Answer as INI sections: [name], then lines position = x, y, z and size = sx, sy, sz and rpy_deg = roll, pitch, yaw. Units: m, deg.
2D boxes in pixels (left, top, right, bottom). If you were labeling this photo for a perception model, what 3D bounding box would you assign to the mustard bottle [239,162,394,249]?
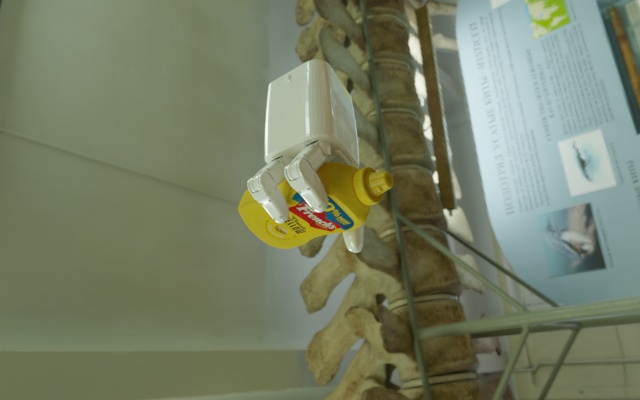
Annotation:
[mustard bottle]
position = 0.000, 0.002, 0.558
size = 0.192, 0.058, 0.096
rpy_deg = -19, -52, 36
